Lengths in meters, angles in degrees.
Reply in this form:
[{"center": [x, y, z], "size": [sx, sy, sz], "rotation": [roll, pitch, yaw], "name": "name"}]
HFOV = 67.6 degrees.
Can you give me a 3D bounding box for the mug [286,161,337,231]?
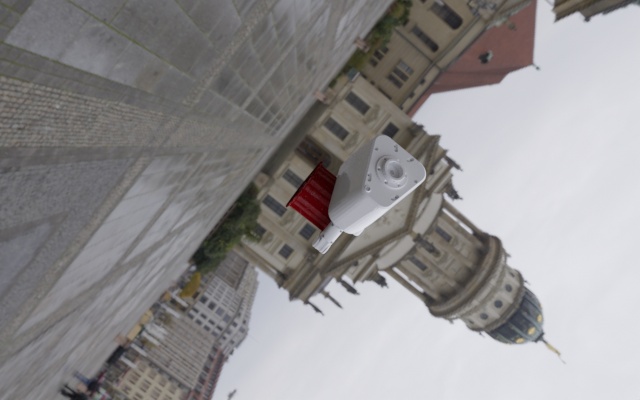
[{"center": [0.000, 0.003, 0.771], "size": [0.081, 0.093, 0.117], "rotation": [38, -29, -6], "name": "mug"}]
